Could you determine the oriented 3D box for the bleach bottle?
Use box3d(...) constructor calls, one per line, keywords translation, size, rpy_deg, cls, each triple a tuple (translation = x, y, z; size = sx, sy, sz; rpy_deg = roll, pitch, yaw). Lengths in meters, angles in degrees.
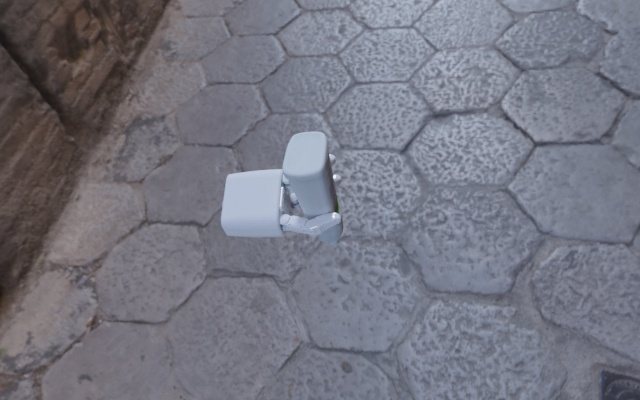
box3d(translation=(0.000, 0.003, 0.836), size=(0.068, 0.102, 0.251), rpy_deg=(-2, -40, 13), cls="bleach bottle")
